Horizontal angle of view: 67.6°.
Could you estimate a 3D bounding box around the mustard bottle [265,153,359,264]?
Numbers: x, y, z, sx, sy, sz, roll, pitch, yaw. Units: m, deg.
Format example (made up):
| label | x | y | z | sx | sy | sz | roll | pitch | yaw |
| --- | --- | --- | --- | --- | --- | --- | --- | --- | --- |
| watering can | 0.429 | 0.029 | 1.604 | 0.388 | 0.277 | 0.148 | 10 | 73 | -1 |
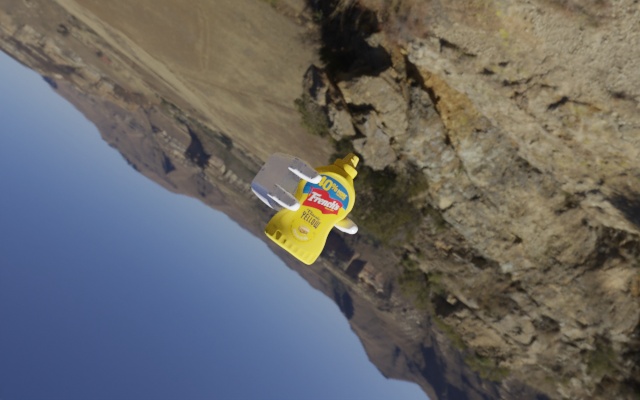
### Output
| label | x | y | z | sx | sy | sz | roll | pitch | yaw |
| --- | --- | --- | --- | --- | --- | --- | --- | --- | --- |
| mustard bottle | 0.000 | 0.003 | 0.786 | 0.096 | 0.191 | 0.058 | 37 | -5 | -8 |
